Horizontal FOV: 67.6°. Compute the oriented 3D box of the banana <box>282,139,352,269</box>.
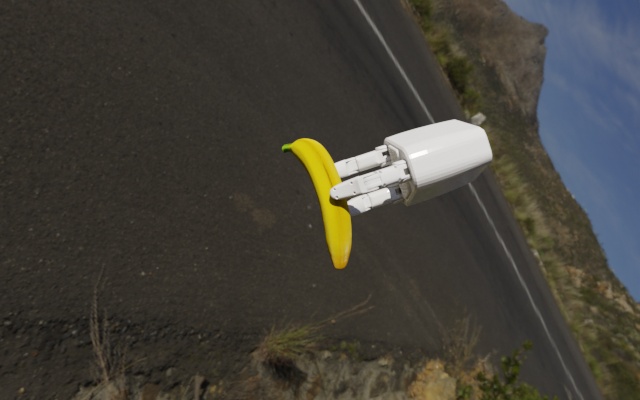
[{"bbox_3d":[0.005,-0.010,0.627,0.037,0.197,0.070,-12,-24,-27],"label":"banana"}]
